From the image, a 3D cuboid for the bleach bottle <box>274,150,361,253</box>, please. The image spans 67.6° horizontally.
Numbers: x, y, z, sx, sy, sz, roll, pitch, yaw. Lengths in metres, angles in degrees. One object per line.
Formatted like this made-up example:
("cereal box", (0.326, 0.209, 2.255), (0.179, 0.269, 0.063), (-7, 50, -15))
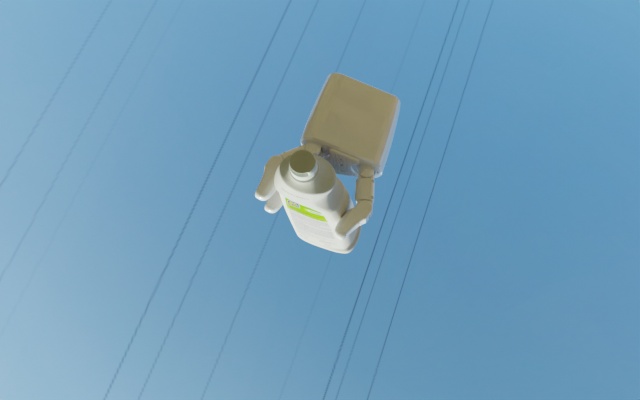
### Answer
("bleach bottle", (0.000, 0.002, 0.626), (0.102, 0.068, 0.251), (16, -17, 11))
